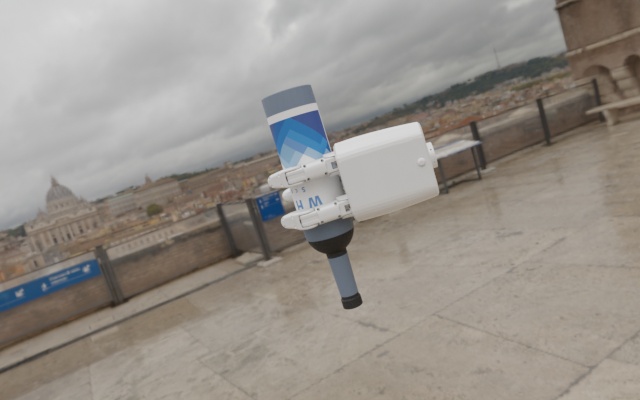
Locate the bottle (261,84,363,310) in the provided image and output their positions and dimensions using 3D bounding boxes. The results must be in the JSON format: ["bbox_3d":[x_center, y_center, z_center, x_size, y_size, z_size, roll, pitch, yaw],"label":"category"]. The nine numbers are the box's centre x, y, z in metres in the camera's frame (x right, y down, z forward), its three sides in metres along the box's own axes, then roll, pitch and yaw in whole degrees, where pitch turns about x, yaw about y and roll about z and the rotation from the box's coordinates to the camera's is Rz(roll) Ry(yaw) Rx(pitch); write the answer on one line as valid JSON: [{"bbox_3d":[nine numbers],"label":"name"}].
[{"bbox_3d":[0.000,0.002,0.625,0.069,0.296,0.069,-17,7,2],"label":"bottle"}]
